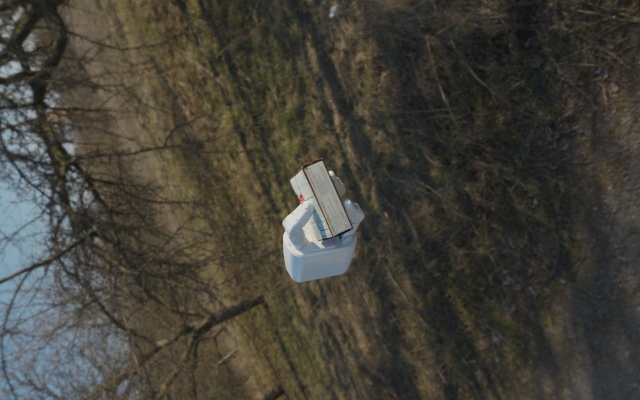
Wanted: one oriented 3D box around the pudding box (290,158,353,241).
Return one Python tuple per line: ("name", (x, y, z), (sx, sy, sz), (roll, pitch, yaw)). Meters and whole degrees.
("pudding box", (0.000, 0.002, 0.711), (0.039, 0.113, 0.090), (-25, -1, -18))
